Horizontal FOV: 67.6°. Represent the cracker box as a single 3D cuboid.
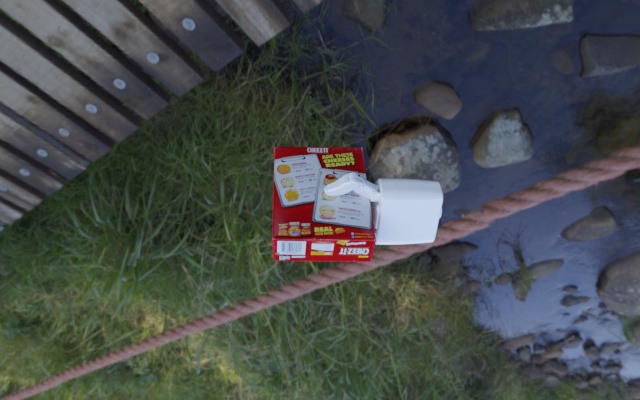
[{"bbox_3d":[0.000,0.003,0.825,0.164,0.213,0.072,0,-42,-5],"label":"cracker box"}]
